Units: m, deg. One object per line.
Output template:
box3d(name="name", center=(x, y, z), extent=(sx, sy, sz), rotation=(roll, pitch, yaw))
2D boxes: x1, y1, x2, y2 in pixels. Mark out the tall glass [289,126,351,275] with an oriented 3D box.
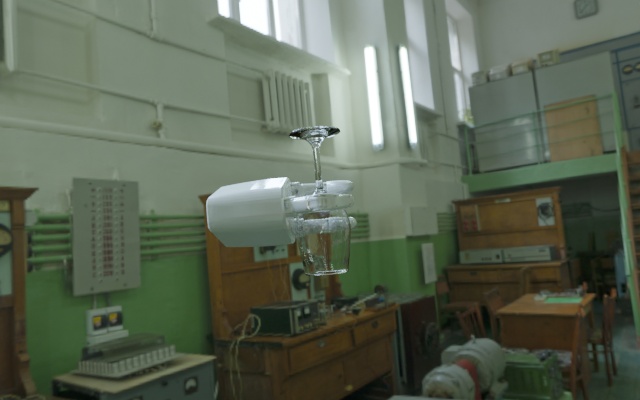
box3d(name="tall glass", center=(0.000, 0.002, 0.673), extent=(0.079, 0.201, 0.079), rotation=(-5, -4, 0))
